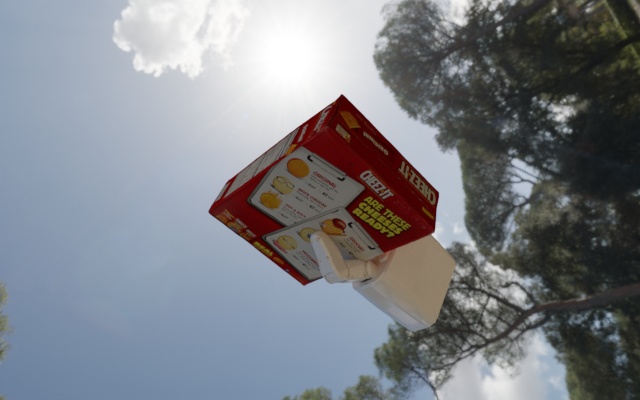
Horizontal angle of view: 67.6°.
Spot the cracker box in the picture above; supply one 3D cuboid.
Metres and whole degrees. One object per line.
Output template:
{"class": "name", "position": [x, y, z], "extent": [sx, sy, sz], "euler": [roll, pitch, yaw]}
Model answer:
{"class": "cracker box", "position": [0.000, 0.002, 0.550], "extent": [0.164, 0.072, 0.214], "euler": [41, -47, -21]}
